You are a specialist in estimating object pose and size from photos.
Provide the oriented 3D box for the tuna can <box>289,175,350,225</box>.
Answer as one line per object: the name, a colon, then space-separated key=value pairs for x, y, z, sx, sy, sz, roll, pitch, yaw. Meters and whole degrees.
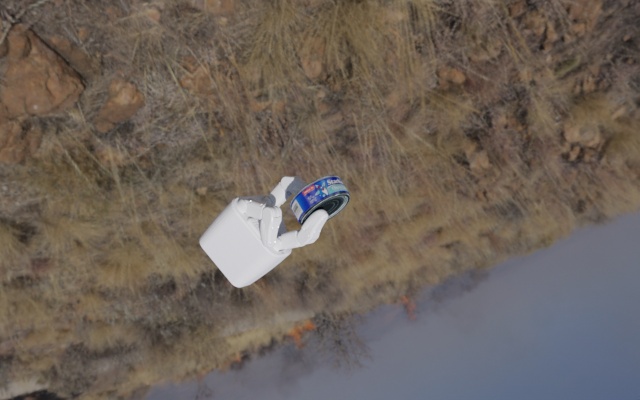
tuna can: x=0.000 y=0.003 z=0.695 sx=0.086 sy=0.033 sz=0.086 roll=-27 pitch=-21 yaw=-12
